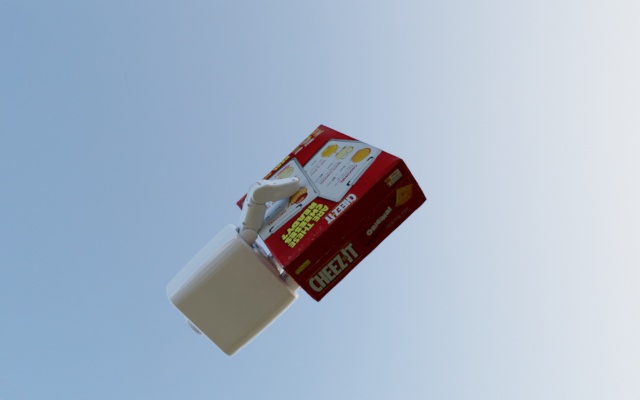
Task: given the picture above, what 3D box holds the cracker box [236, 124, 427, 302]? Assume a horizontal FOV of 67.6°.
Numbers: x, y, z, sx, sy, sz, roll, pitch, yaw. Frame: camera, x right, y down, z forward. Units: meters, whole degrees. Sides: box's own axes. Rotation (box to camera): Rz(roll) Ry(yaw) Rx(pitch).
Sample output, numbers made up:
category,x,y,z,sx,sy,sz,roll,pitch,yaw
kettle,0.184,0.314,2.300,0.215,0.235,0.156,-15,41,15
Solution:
category,x,y,z,sx,sy,sz,roll,pitch,yaw
cracker box,0.000,0.002,0.576,0.072,0.164,0.213,49,-5,-29
